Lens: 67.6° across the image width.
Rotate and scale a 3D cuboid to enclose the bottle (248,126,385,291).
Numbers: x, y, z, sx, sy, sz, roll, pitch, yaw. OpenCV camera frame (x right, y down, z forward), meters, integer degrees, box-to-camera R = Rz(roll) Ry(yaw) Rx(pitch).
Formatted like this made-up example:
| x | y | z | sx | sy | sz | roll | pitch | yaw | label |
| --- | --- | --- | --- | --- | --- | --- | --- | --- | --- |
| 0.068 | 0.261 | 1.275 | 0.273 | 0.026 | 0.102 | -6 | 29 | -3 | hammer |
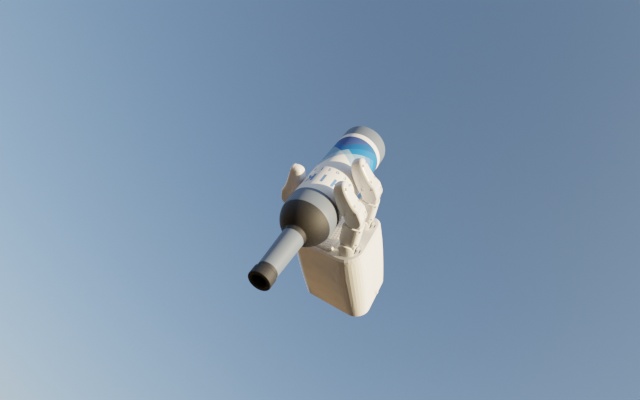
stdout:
| x | y | z | sx | sy | sz | roll | pitch | yaw | label |
| --- | --- | --- | --- | --- | --- | --- | --- | --- | --- |
| 0.000 | 0.002 | 0.592 | 0.069 | 0.069 | 0.295 | 0 | 33 | 31 | bottle |
